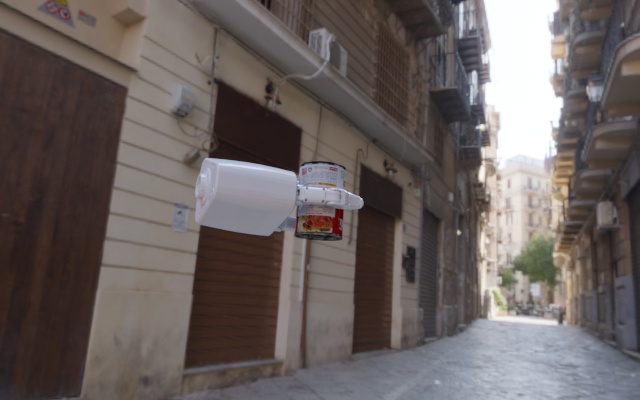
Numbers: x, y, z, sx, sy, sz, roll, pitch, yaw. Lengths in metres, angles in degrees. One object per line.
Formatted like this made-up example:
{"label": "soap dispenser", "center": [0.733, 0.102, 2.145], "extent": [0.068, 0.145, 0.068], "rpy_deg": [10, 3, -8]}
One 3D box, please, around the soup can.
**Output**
{"label": "soup can", "center": [0.001, 0.002, 0.673], "extent": [0.068, 0.102, 0.068], "rpy_deg": [4, -12, 1]}
